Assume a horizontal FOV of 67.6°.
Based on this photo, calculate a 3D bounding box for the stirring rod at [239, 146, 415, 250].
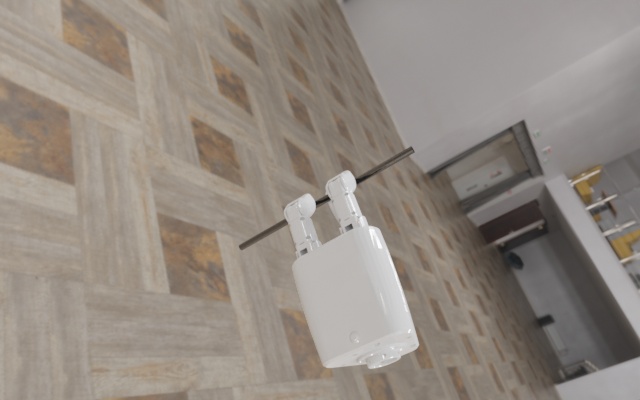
[{"bbox_3d":[0.000,0.002,0.549,0.239,0.011,0.011,-30,-11,20],"label":"stirring rod"}]
